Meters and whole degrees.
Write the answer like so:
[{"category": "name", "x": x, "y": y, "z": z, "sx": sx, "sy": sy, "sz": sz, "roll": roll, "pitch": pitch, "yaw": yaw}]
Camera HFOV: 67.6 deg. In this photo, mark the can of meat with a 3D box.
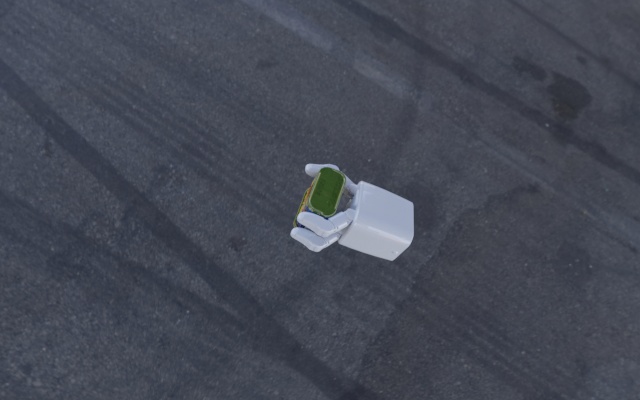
[{"category": "can of meat", "x": 0.000, "y": 0.002, "z": 0.828, "sx": 0.057, "sy": 0.102, "sz": 0.084, "roll": 23, "pitch": -33, "yaw": -5}]
